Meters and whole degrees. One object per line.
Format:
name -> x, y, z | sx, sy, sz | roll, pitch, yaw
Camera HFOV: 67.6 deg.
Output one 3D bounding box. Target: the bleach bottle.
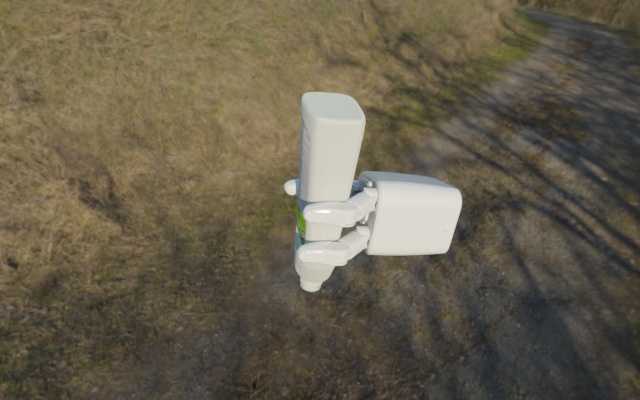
bleach bottle -> 0.000, 0.002, 0.594 | 0.068, 0.251, 0.102 | 2, 30, -11
